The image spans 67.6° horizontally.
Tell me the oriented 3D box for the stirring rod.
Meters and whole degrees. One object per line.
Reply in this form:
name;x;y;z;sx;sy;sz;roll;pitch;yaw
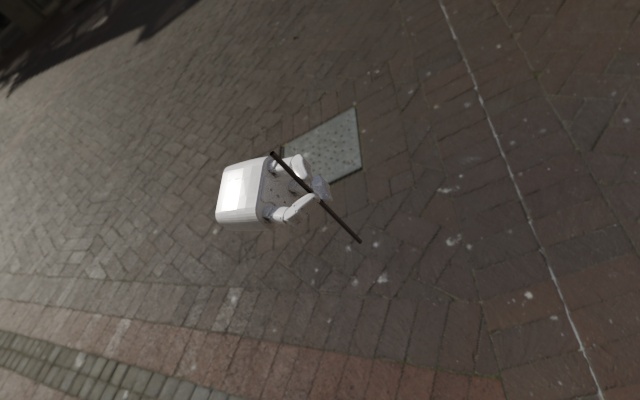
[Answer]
stirring rod;0.000;0.002;0.727;0.011;0.011;0.240;0;-34;42
